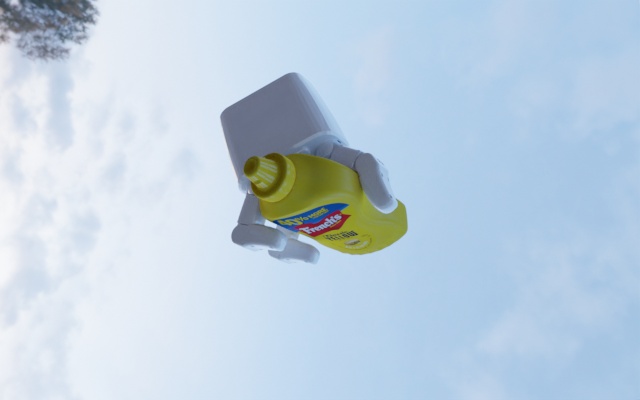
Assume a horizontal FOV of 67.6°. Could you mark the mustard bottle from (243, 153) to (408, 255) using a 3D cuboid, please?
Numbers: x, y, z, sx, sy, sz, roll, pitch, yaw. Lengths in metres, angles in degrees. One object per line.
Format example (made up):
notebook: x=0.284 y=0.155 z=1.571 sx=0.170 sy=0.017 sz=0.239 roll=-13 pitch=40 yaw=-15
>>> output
mustard bottle: x=0.000 y=0.002 z=0.451 sx=0.096 sy=0.058 sz=0.192 roll=-16 pitch=-27 yaw=32
